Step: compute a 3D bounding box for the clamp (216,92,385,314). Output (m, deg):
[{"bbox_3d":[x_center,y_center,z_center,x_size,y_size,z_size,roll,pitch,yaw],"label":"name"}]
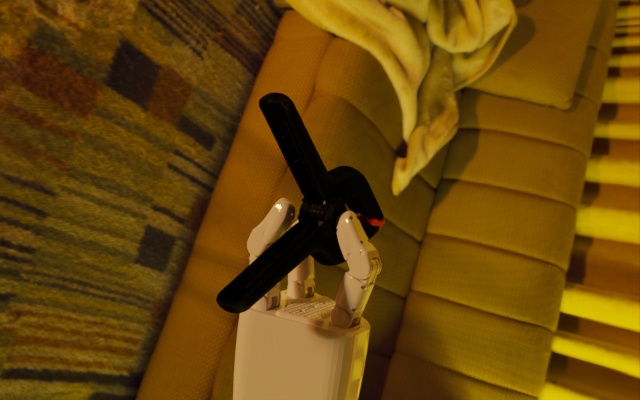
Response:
[{"bbox_3d":[0.001,0.002,0.420,0.036,0.164,0.210,15,9,34],"label":"clamp"}]
